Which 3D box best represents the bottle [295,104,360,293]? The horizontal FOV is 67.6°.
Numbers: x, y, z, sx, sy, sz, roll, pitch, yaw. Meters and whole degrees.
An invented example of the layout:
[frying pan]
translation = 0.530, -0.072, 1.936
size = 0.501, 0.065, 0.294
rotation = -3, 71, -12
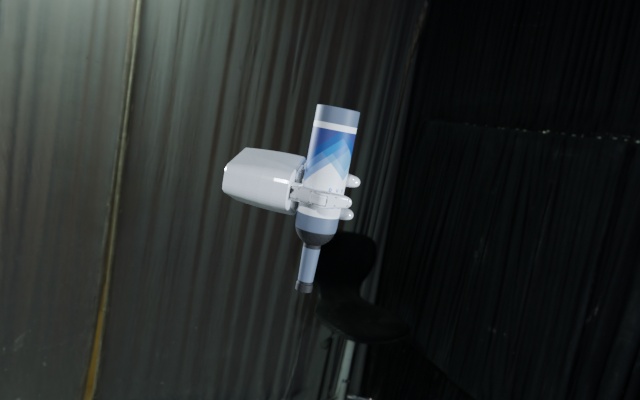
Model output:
[bottle]
translation = 0.000, 0.002, 0.750
size = 0.069, 0.296, 0.069
rotation = 11, 9, -2
